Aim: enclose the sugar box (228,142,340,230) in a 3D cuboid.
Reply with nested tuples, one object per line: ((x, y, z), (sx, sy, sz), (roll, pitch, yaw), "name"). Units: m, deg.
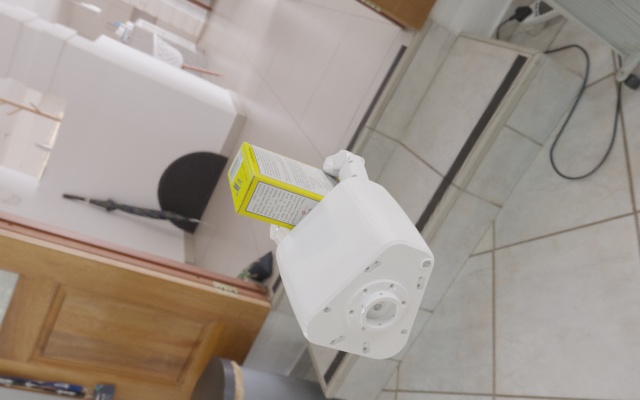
((0.000, 0.002, 0.478), (0.176, 0.048, 0.093), (21, 19, -24), "sugar box")
